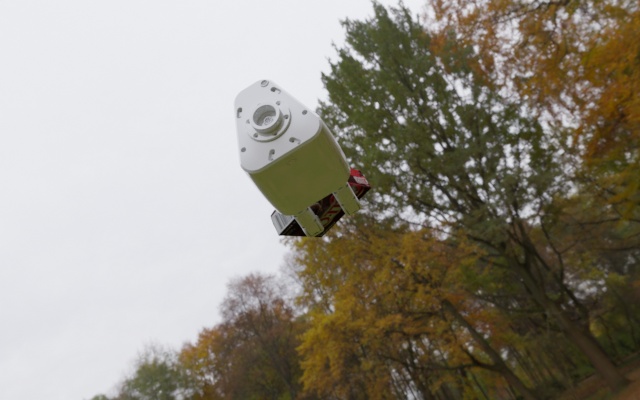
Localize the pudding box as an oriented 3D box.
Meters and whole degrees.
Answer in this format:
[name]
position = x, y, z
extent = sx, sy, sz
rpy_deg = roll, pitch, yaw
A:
[pudding box]
position = 0.000, 0.002, 0.639
extent = 0.090, 0.039, 0.113
rpy_deg = 8, -45, -49
